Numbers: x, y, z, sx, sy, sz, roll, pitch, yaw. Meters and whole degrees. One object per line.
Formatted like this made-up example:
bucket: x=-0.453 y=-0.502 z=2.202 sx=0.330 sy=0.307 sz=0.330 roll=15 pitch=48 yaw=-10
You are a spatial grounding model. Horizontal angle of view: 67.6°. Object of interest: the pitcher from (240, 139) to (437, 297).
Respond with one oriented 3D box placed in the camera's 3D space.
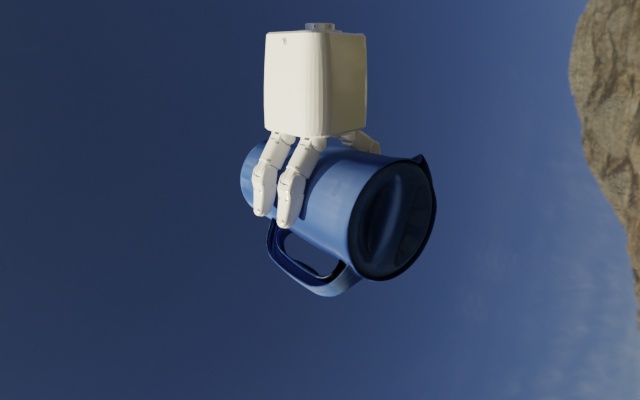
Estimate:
pitcher: x=0.000 y=0.002 z=0.573 sx=0.149 sy=0.145 sz=0.242 roll=-12 pitch=21 yaw=-37
